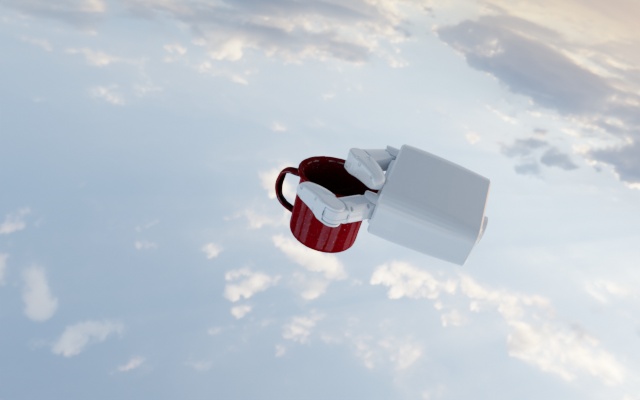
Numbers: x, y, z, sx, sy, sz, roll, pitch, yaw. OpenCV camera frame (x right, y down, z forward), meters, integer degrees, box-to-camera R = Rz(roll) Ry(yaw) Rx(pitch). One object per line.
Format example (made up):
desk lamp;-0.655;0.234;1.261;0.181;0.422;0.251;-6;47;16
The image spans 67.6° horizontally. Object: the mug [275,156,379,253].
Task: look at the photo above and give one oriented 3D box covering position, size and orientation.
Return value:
mug;-0.001;0.001;0.551;0.117;0.081;0.093;22;31;10
